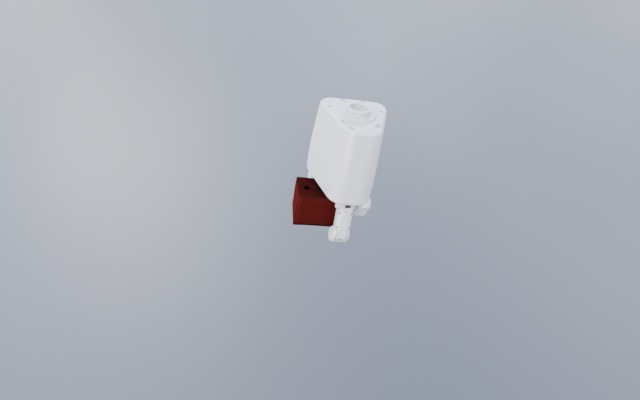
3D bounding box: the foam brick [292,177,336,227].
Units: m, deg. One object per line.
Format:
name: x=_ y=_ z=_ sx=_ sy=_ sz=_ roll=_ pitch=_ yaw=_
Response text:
foam brick: x=0.000 y=0.002 z=0.693 sx=0.078 sy=0.051 sz=0.053 roll=4 pitch=36 yaw=-10
